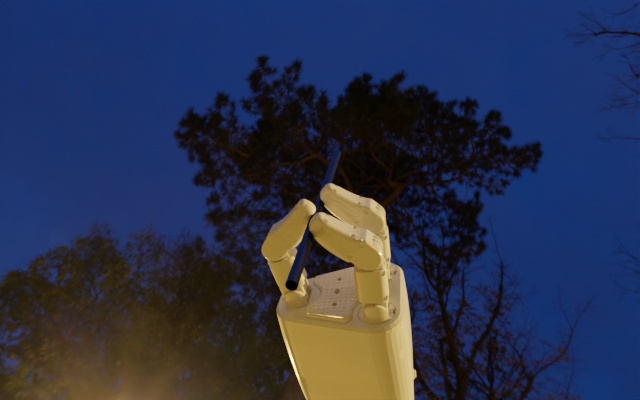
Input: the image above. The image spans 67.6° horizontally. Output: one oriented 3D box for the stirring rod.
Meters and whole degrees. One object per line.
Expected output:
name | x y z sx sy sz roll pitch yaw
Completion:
stirring rod | 0.000 0.001 0.403 0.011 0.011 0.239 0 25 10
